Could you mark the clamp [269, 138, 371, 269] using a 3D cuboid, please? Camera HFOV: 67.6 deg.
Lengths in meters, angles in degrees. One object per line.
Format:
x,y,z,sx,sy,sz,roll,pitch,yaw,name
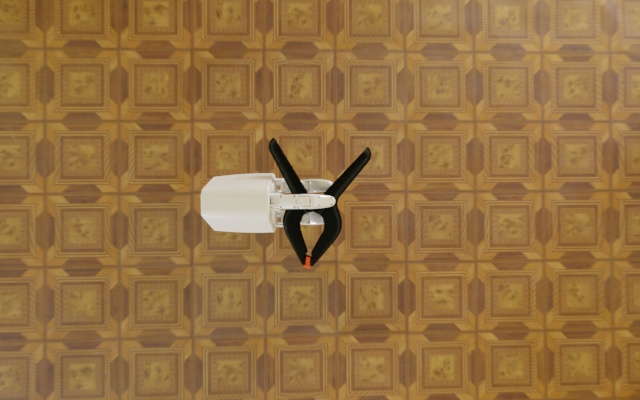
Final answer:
0.000,0.003,0.765,0.164,0.210,0.036,-1,0,3,clamp
